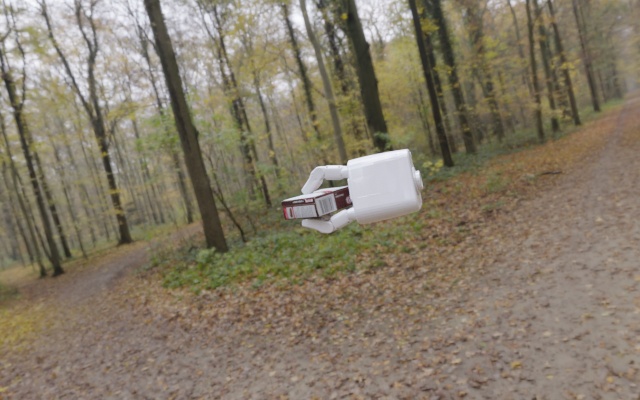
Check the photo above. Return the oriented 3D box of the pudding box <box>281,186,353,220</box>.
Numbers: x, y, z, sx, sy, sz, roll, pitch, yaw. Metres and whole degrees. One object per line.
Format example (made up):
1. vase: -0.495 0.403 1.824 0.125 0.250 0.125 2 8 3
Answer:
1. pudding box: 0.000 0.003 0.866 0.090 0.039 0.113 -8 6 45
